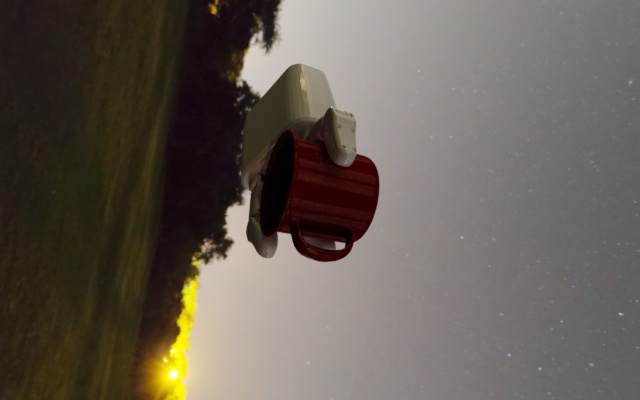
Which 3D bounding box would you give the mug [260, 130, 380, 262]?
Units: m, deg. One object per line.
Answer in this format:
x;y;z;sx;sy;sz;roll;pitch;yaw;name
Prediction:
0.000;0.002;0.413;0.081;0.117;0.093;12;-45;-20;mug
